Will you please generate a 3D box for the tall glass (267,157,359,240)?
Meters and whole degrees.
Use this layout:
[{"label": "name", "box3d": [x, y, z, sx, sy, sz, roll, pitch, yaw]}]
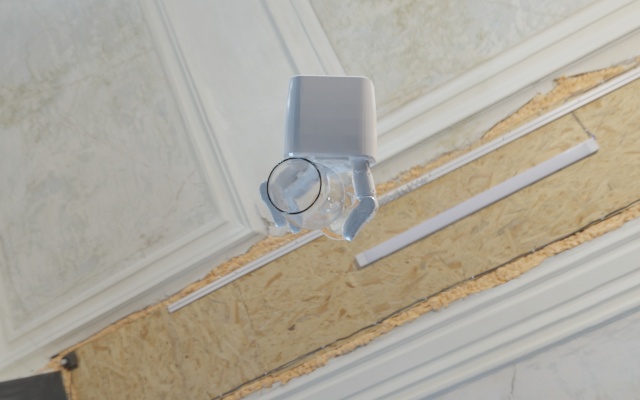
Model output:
[{"label": "tall glass", "box3d": [0.000, 0.002, 0.591, 0.079, 0.079, 0.201, 0, -10, 17]}]
